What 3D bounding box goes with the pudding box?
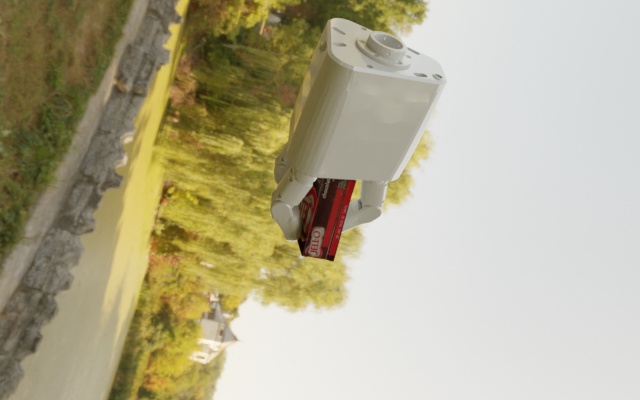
[{"bbox_3d":[0.000,0.002,0.503,0.039,0.090,0.113,14,12,-10],"label":"pudding box"}]
